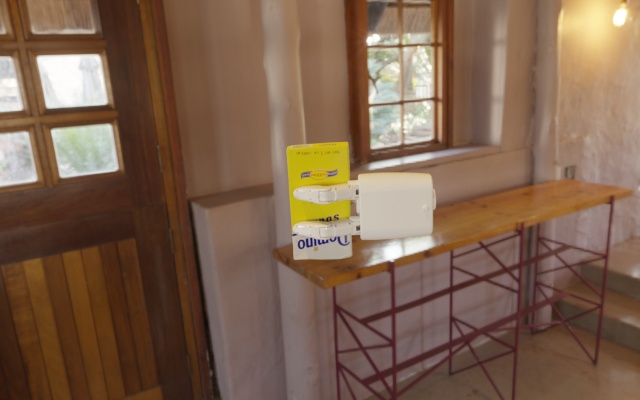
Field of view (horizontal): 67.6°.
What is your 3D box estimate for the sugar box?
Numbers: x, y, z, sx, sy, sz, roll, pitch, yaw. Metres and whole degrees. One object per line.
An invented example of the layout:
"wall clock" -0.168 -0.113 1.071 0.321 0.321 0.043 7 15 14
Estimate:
"sugar box" 0.000 0.002 0.728 0.093 0.176 0.048 -3 14 3
